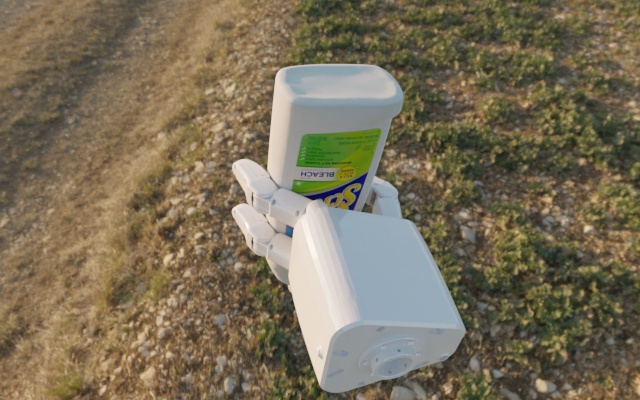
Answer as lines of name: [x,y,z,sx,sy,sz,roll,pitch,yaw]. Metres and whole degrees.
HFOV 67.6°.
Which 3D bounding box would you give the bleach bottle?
bleach bottle: [0.000,0.001,0.450,0.102,0.251,0.068,-4,43,-14]
